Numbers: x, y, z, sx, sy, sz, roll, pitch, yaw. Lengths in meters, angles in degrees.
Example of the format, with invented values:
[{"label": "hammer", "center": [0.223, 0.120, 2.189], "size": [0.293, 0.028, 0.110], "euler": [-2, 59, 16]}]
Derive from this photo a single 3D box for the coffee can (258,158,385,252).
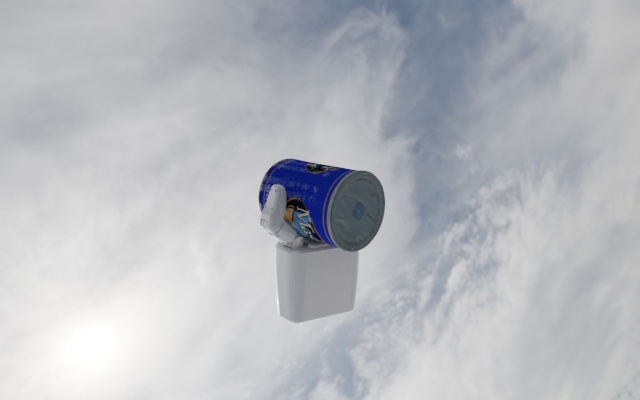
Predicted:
[{"label": "coffee can", "center": [0.000, 0.002, 0.638], "size": [0.103, 0.103, 0.140], "euler": [0, 10, -45]}]
